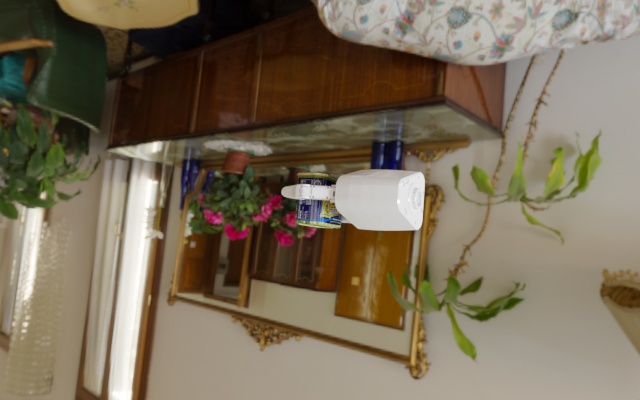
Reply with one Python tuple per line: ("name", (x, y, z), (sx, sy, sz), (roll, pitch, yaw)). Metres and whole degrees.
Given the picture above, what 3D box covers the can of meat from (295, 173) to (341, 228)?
("can of meat", (0.000, 0.003, 0.813), (0.057, 0.084, 0.102), (2, -6, 28))
